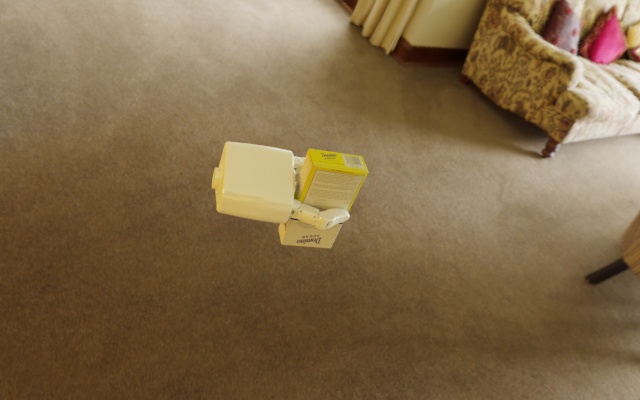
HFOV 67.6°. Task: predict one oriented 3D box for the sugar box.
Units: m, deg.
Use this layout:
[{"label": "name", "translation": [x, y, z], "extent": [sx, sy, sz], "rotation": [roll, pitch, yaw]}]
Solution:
[{"label": "sugar box", "translation": [0.000, 0.002, 0.767], "extent": [0.093, 0.048, 0.176], "rotation": [7, -46, -21]}]
